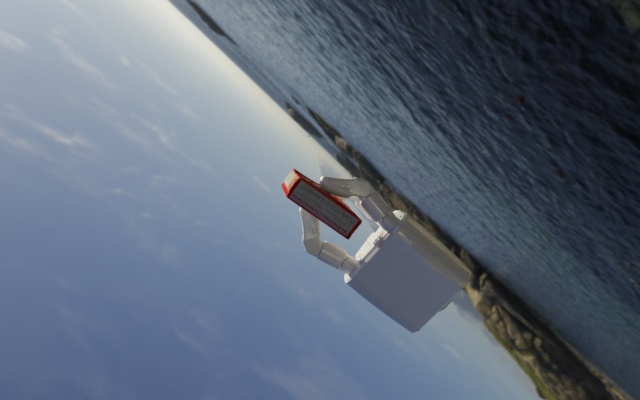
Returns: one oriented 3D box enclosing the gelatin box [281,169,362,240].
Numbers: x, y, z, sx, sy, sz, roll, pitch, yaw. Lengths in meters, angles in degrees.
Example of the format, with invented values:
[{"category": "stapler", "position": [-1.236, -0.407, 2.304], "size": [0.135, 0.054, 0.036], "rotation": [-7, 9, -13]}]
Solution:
[{"category": "gelatin box", "position": [0.000, 0.002, 0.558], "size": [0.089, 0.030, 0.073], "rotation": [34, 5, -14]}]
